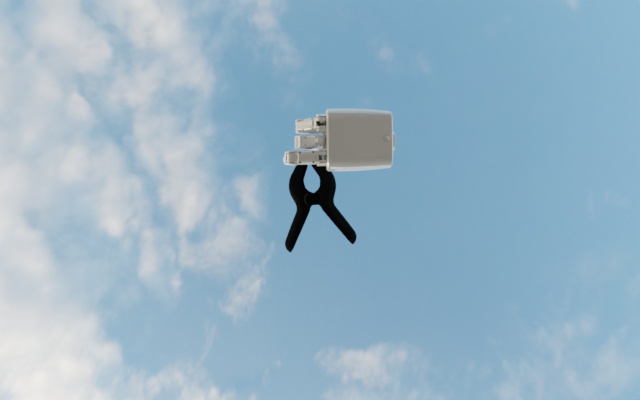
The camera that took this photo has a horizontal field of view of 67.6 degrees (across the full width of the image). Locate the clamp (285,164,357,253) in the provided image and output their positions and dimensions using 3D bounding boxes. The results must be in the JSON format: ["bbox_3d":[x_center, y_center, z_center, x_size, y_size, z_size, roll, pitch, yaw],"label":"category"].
[{"bbox_3d":[0.000,0.002,0.798,0.120,0.171,0.039,0,5,1],"label":"clamp"}]
